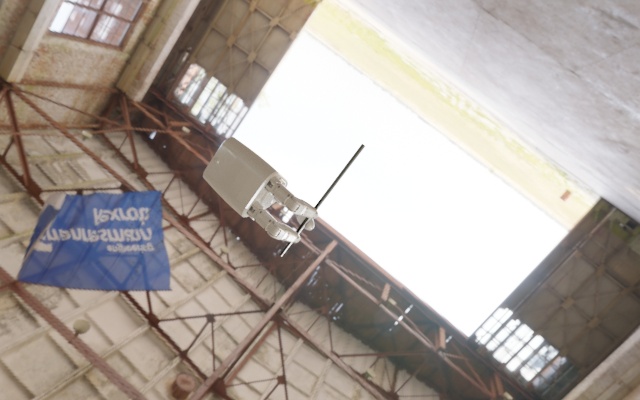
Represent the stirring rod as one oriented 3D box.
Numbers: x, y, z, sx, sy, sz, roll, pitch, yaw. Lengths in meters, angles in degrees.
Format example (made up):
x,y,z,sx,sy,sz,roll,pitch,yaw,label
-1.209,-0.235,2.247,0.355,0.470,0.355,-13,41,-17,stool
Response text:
x,y,z,sx,sy,sz,roll,pitch,yaw,label
0.000,0.003,0.802,0.011,0.239,0.011,34,16,-11,stirring rod
